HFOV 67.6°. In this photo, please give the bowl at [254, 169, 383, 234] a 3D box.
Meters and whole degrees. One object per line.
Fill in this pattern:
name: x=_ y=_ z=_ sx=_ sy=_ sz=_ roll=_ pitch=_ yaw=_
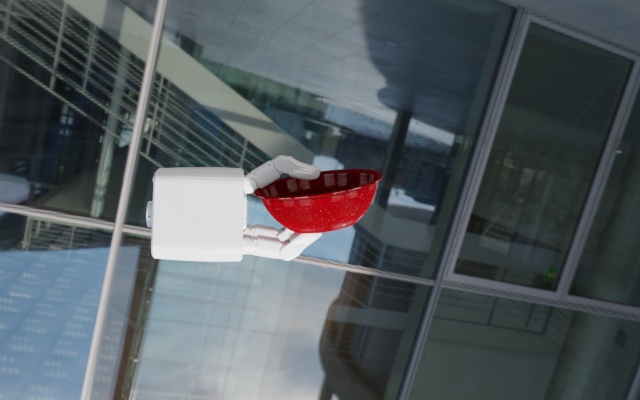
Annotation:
bowl: x=0.001 y=0.002 z=0.600 sx=0.162 sy=0.055 sz=0.162 roll=-8 pitch=12 yaw=2
